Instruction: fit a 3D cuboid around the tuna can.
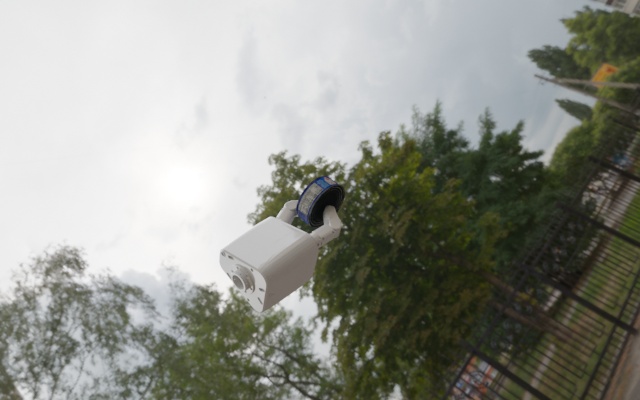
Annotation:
[{"bbox_3d":[0.000,0.002,0.801,0.033,0.086,0.086,37,19,28],"label":"tuna can"}]
